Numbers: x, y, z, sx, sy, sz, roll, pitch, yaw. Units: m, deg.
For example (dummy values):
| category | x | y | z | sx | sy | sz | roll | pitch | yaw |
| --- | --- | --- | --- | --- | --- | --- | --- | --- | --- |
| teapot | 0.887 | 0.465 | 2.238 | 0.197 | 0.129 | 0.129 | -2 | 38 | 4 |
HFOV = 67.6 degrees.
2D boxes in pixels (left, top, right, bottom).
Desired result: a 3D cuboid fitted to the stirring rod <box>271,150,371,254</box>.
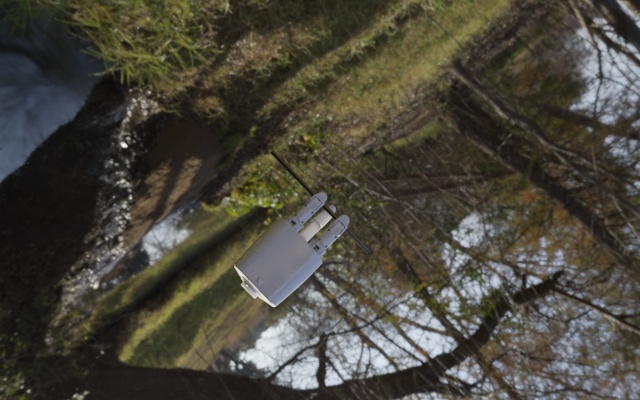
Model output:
| category | x | y | z | sx | sy | sz | roll | pitch | yaw |
| --- | --- | --- | --- | --- | --- | --- | --- | --- | --- |
| stirring rod | 0.000 | 0.003 | 0.820 | 0.011 | 0.239 | 0.011 | -44 | 0 | 0 |
